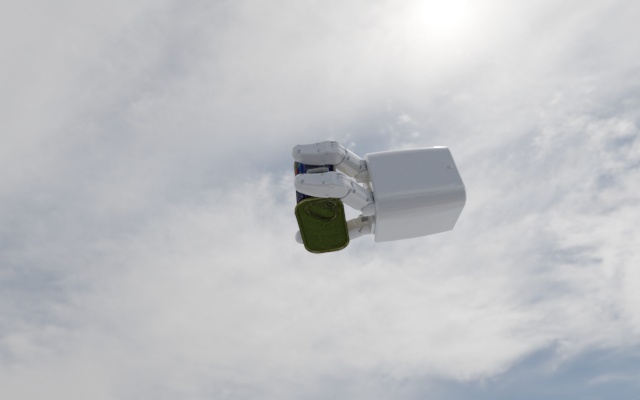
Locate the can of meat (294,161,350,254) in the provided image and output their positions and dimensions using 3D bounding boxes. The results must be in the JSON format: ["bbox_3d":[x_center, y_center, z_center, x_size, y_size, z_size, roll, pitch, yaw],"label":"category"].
[{"bbox_3d":[0.000,0.002,0.594,0.057,0.083,0.102,-9,-43,3],"label":"can of meat"}]
